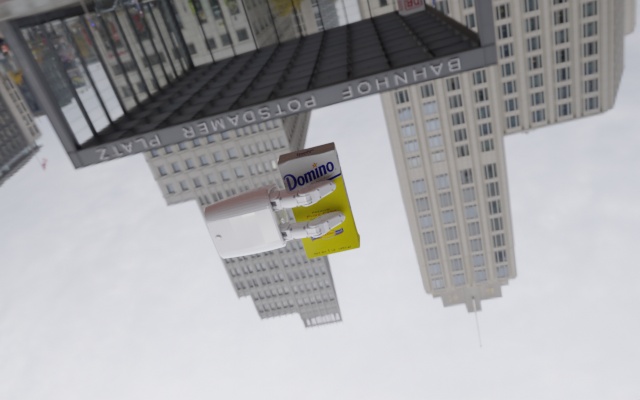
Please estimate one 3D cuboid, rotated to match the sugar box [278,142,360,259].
[{"bbox_3d":[0.000,0.003,0.768,0.093,0.176,0.048,-14,26,8],"label":"sugar box"}]
